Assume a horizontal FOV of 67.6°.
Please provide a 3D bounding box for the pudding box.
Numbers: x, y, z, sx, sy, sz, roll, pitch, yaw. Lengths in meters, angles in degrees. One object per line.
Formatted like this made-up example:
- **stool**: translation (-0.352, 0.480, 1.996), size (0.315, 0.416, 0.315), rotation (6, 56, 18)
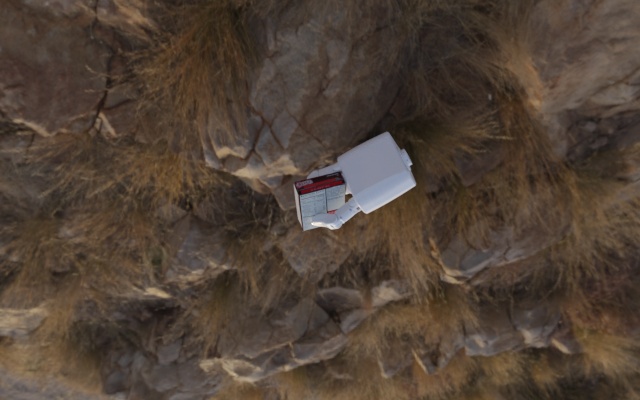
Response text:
- **pudding box**: translation (0.000, 0.003, 0.893), size (0.090, 0.039, 0.114), rotation (-13, -41, -8)
